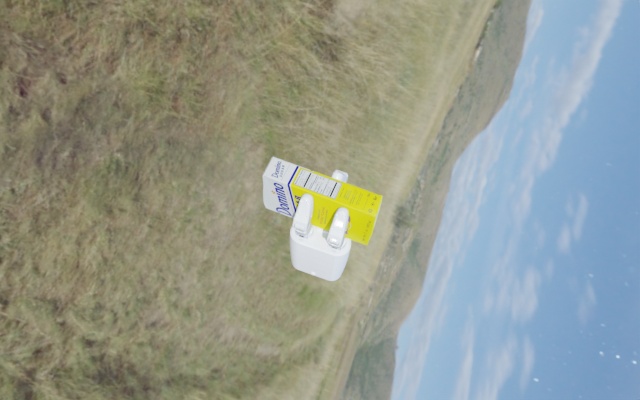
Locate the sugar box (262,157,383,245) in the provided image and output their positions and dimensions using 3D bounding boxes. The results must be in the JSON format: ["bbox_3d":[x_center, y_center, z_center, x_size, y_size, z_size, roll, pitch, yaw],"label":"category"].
[{"bbox_3d":[0.000,0.003,0.722,0.176,0.048,0.093,17,-33,7],"label":"sugar box"}]
